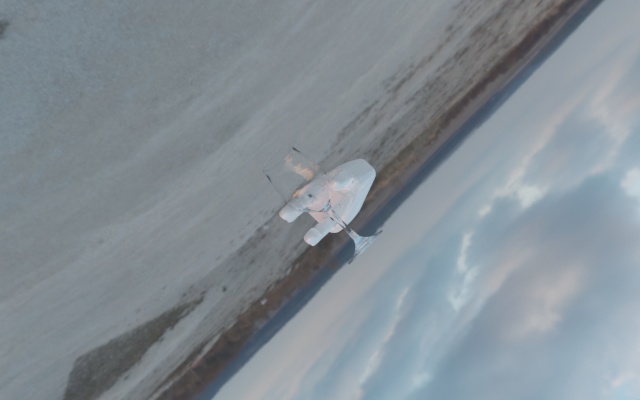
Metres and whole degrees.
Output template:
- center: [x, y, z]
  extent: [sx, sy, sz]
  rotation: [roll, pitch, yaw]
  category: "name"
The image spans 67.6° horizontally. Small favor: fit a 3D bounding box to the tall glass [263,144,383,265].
- center: [0.001, 0.003, 0.744]
  extent: [0.079, 0.201, 0.079]
  rotation: [-44, -6, -6]
  category: "tall glass"
